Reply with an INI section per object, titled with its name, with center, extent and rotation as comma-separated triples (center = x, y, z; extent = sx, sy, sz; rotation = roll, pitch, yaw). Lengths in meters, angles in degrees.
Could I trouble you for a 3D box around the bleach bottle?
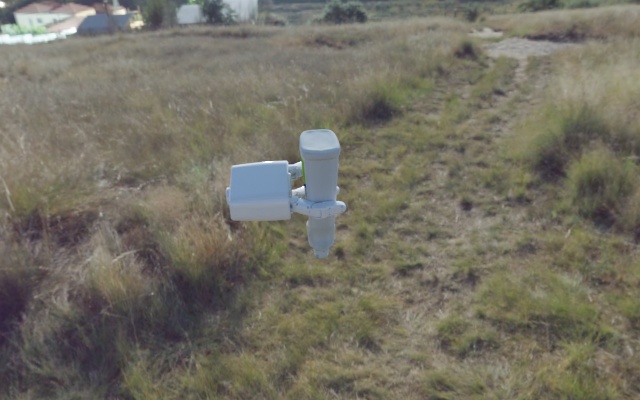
[bleach bottle]
center = 0.000, 0.003, 0.880
extent = 0.068, 0.251, 0.102
rotation = -4, 31, -4
